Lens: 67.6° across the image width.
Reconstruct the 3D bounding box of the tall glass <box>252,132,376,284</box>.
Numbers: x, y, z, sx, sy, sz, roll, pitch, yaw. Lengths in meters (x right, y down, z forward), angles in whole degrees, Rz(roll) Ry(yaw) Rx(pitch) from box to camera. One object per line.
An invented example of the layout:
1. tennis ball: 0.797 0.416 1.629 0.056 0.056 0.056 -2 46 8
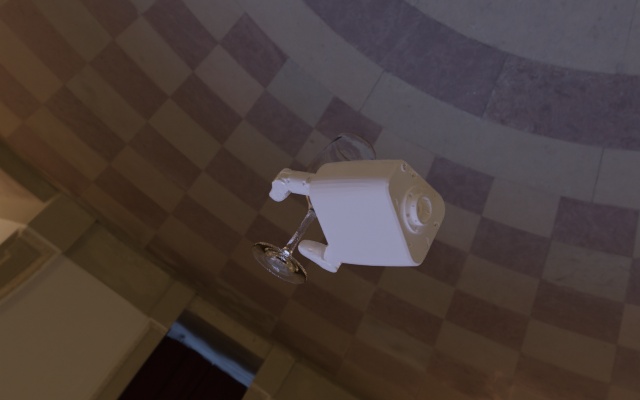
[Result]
1. tall glass: 0.000 0.002 0.599 0.079 0.201 0.079 24 -32 16
